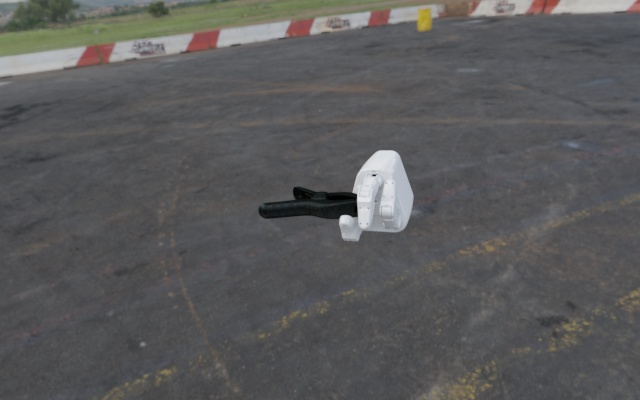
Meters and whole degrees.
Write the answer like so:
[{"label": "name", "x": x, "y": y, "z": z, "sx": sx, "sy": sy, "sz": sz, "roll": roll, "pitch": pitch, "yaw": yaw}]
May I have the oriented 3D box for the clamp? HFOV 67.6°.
[{"label": "clamp", "x": 0.000, "y": 0.002, "z": 0.764, "sx": 0.171, "sy": 0.039, "sz": 0.120, "roll": 3, "pitch": 24, "yaw": 19}]
